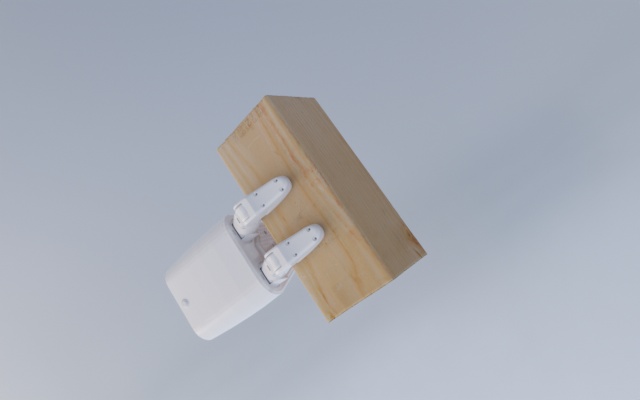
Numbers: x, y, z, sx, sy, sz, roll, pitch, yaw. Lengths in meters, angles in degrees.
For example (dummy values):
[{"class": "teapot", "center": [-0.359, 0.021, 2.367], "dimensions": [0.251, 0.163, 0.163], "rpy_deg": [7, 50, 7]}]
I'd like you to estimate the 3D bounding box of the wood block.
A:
[{"class": "wood block", "center": [0.000, 0.002, 0.484], "dimensions": [0.090, 0.206, 0.091], "rpy_deg": [-41, -13, 29]}]
